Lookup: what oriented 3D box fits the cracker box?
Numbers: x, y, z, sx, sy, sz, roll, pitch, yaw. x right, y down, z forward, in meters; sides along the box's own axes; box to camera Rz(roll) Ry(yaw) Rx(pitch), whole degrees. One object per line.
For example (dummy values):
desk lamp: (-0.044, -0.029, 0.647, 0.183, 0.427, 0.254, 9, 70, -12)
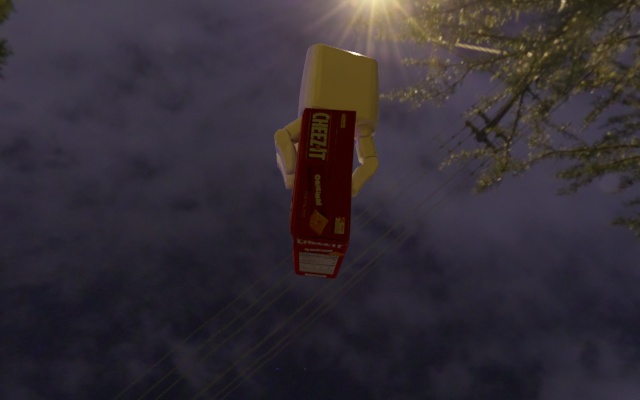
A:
cracker box: (0.000, 0.002, 0.633, 0.072, 0.164, 0.214, 4, -20, 0)
